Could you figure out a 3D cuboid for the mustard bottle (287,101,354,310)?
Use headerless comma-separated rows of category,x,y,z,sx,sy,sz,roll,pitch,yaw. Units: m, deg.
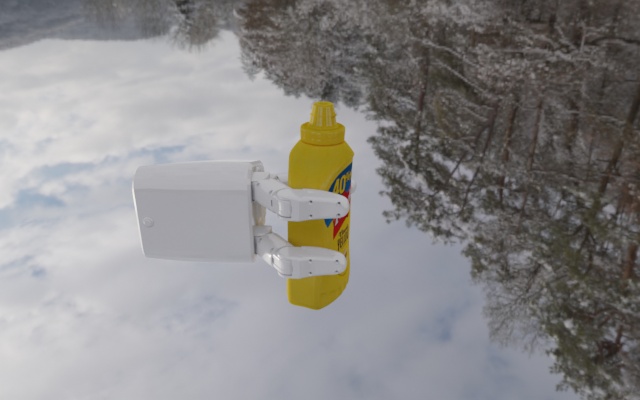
mustard bottle,0.000,0.002,0.461,0.058,0.192,0.096,10,25,20
